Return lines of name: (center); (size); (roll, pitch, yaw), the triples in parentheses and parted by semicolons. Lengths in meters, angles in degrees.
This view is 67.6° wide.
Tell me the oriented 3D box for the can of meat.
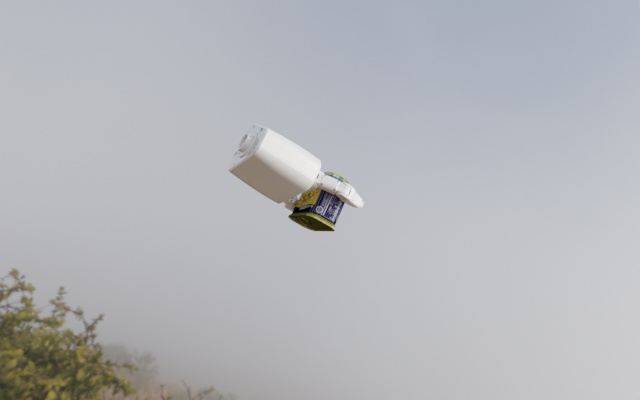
can of meat: (0.000, 0.002, 0.808); (0.057, 0.084, 0.102); (31, -16, -22)
